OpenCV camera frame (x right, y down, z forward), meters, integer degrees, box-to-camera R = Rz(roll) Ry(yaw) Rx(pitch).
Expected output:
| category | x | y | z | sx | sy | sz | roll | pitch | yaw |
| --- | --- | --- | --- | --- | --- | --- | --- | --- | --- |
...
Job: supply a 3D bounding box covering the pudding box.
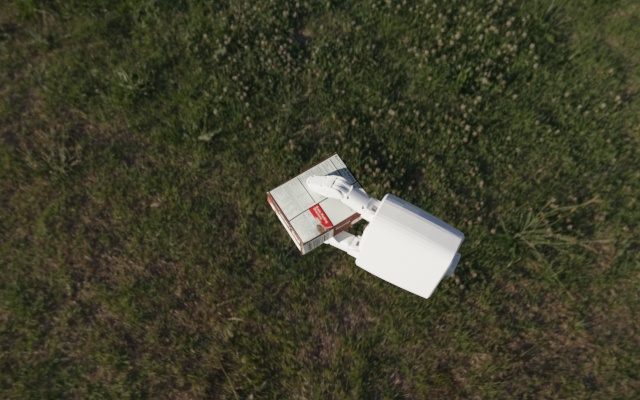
| category | x | y | z | sx | sy | sz | roll | pitch | yaw |
| --- | --- | --- | --- | --- | --- | --- | --- | --- | --- |
| pudding box | 0.000 | 0.002 | 0.626 | 0.113 | 0.090 | 0.039 | -30 | -20 | -14 |
